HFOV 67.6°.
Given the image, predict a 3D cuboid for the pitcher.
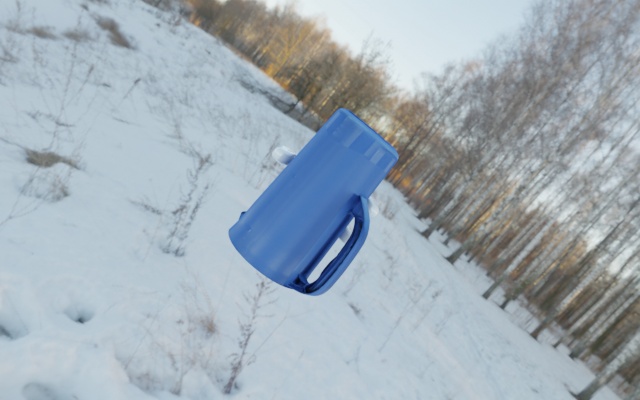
[{"bbox_3d":[0.000,0.002,0.665,0.149,0.243,0.145,38,9,-10],"label":"pitcher"}]
